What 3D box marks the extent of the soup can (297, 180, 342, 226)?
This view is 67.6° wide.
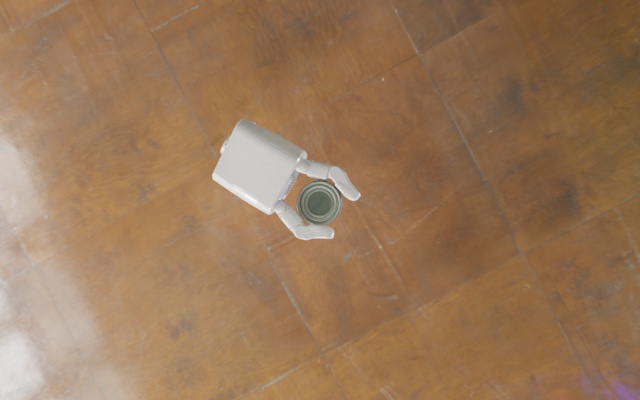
[{"bbox_3d":[0.000,0.003,0.742,0.068,0.068,0.102,0,1,2],"label":"soup can"}]
